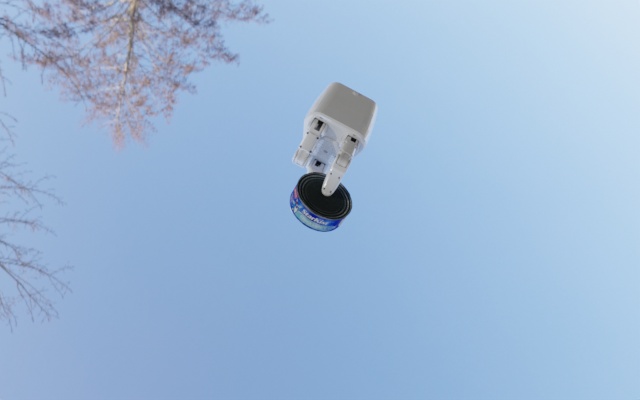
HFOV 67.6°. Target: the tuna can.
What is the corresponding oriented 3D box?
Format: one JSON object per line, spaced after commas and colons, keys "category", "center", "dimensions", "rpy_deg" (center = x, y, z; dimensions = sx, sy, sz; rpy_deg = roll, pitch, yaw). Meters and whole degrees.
{"category": "tuna can", "center": [0.000, 0.003, 0.680], "dimensions": [0.086, 0.086, 0.034], "rpy_deg": [0, -38, -31]}
